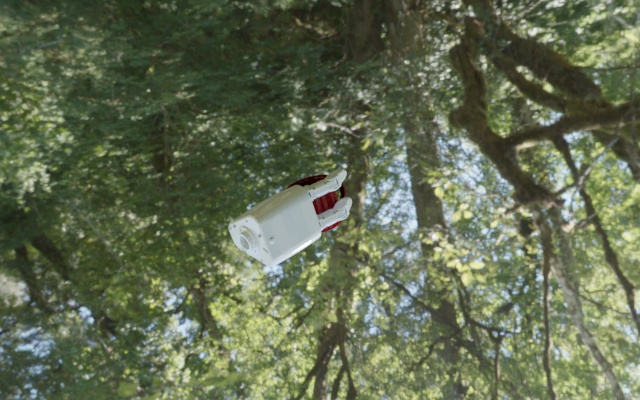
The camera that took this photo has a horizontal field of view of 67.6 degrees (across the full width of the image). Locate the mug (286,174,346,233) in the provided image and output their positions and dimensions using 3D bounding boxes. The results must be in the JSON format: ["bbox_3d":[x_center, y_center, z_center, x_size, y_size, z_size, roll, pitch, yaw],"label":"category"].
[{"bbox_3d":[0.001,0.002,0.868,0.117,0.081,0.093,-30,25,-34],"label":"mug"}]
